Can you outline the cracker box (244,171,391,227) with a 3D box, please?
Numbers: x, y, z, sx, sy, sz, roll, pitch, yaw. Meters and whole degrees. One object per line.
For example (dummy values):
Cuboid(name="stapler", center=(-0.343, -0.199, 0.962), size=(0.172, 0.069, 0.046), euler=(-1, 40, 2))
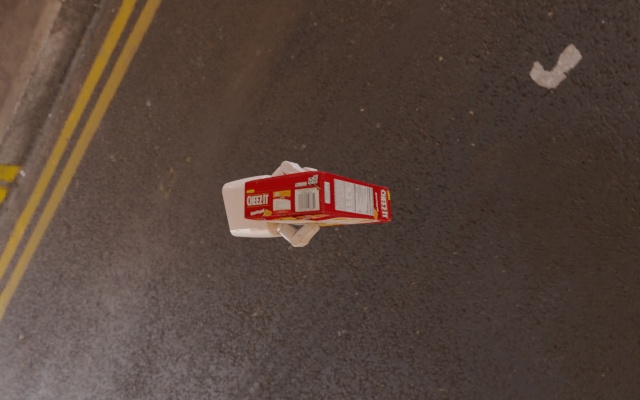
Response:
Cuboid(name="cracker box", center=(0.000, 0.003, 0.826), size=(0.164, 0.072, 0.214), euler=(-6, -9, 35))
